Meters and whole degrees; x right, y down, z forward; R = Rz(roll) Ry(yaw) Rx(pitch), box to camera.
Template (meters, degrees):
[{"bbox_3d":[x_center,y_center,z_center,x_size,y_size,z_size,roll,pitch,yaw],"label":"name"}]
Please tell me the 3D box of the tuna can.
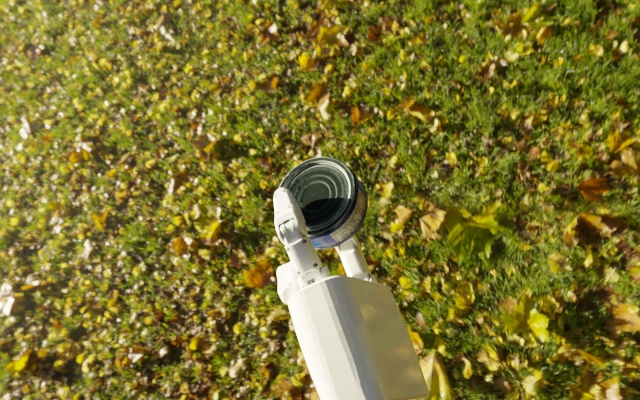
[{"bbox_3d":[0.000,0.001,0.460,0.086,0.086,0.034,0,-24,26],"label":"tuna can"}]
